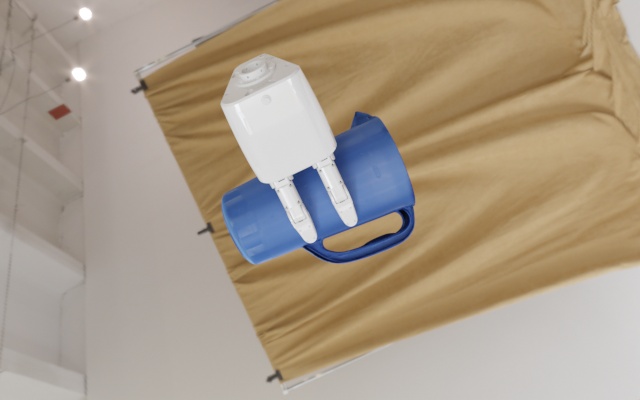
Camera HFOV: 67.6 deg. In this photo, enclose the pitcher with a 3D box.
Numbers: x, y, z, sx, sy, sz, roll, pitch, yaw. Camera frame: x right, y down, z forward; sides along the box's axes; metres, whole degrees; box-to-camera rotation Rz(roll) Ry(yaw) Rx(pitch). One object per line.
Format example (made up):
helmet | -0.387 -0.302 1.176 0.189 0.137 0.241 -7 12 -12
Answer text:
pitcher | 0.000 0.002 0.647 0.243 0.145 0.149 -24 38 2
